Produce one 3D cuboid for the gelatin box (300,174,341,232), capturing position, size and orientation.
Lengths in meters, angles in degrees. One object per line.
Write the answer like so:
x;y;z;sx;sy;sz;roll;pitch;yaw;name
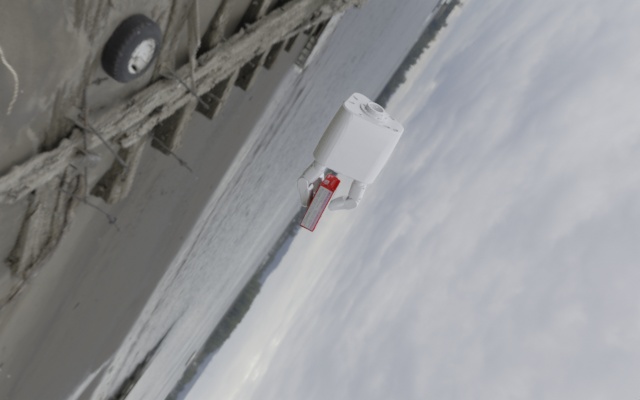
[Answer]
0.000;0.003;0.844;0.030;0.089;0.073;28;20;3;gelatin box
